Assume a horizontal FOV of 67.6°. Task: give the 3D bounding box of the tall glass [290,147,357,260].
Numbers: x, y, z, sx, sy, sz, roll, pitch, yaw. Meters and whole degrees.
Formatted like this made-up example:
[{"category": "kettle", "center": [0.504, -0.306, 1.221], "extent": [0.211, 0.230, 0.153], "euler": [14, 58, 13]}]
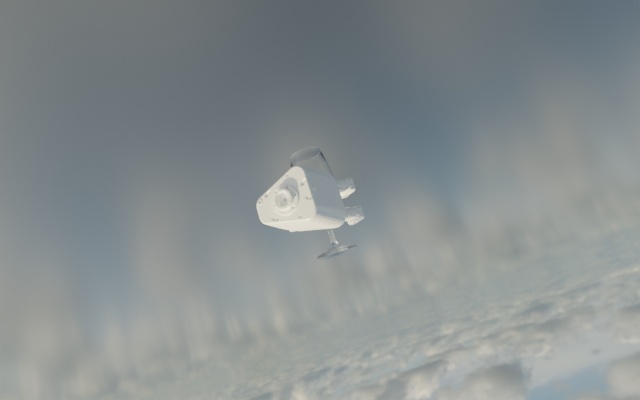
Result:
[{"category": "tall glass", "center": [0.000, 0.004, 0.883], "extent": [0.079, 0.201, 0.079], "euler": [-17, -16, -5]}]
